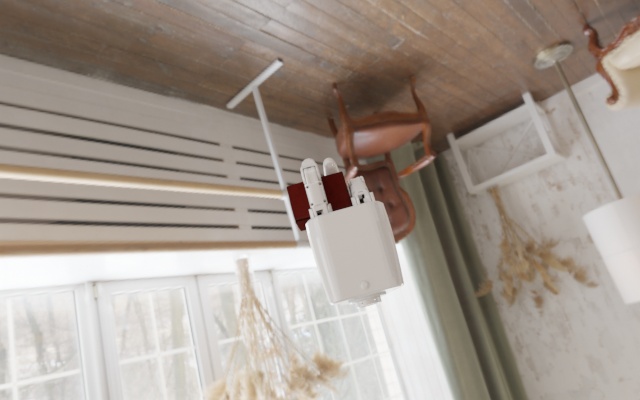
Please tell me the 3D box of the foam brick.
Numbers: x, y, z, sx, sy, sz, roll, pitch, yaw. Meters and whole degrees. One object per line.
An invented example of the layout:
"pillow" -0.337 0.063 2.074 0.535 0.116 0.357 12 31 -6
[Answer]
"foam brick" 0.000 0.002 0.629 0.078 0.051 0.053 -15 -16 1
